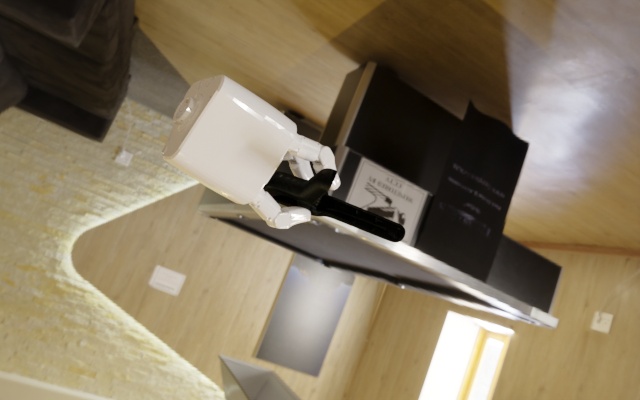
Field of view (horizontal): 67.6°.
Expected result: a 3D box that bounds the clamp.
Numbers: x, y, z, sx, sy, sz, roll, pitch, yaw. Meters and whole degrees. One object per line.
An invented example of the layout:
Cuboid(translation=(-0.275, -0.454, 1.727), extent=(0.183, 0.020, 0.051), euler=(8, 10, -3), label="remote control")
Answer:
Cuboid(translation=(-0.001, 0.003, 0.624), extent=(0.165, 0.036, 0.210), euler=(35, -16, -35), label="clamp")
